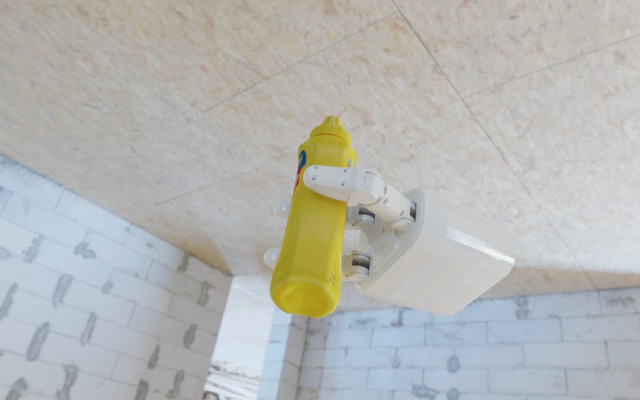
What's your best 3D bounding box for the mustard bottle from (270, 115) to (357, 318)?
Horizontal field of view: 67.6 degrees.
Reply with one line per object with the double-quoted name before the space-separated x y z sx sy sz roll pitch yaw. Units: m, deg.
"mustard bottle" 0.000 0.002 0.434 0.058 0.191 0.096 9 -30 2
